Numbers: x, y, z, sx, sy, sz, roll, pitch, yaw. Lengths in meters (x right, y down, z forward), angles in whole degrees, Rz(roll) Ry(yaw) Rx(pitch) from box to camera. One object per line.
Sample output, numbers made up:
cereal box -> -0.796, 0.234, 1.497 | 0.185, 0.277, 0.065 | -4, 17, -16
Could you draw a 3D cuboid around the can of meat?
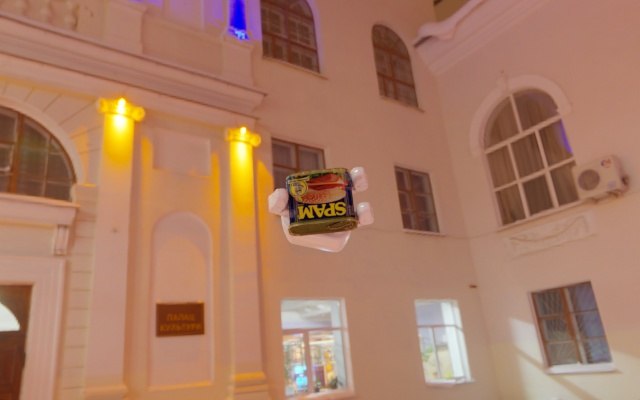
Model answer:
can of meat -> 0.000, 0.002, 0.709 | 0.102, 0.084, 0.057 | -6, -20, 0
